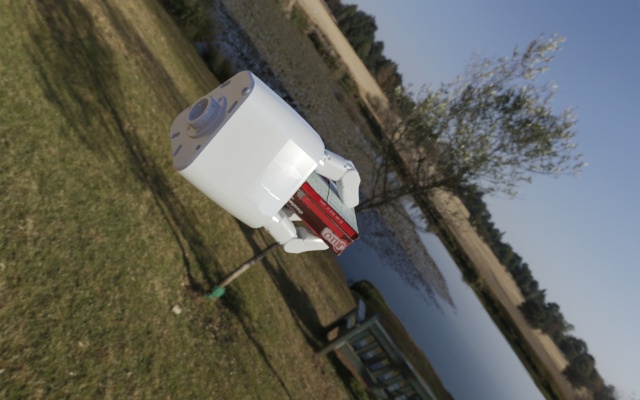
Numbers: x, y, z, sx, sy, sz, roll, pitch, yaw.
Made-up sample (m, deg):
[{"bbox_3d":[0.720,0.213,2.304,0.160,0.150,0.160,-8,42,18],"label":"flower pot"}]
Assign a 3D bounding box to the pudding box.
[{"bbox_3d":[0.000,0.002,0.545,0.039,0.090,0.113,-40,13,14],"label":"pudding box"}]
